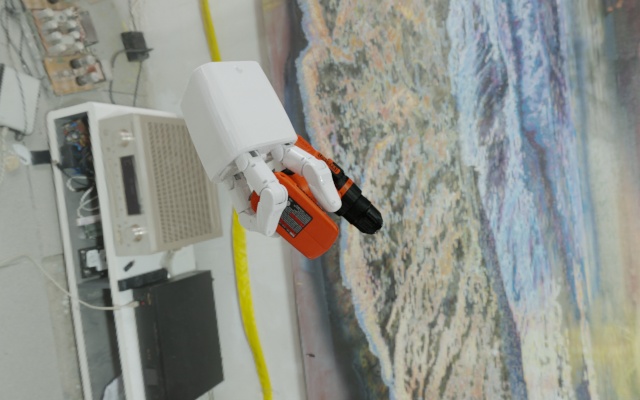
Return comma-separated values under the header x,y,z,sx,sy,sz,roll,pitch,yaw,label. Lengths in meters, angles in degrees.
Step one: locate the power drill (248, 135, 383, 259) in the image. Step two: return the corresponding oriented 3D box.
x,y,z,sx,sy,sz,roll,pitch,yaw,label
0.000,0.002,0.608,0.184,0.057,0.187,41,21,-2,power drill
